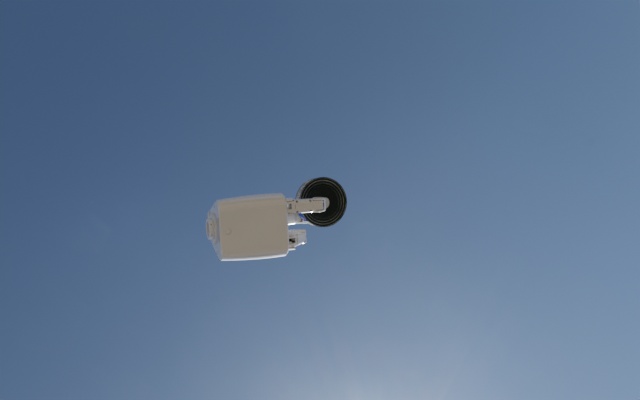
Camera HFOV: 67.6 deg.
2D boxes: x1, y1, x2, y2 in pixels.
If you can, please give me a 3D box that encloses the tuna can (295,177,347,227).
[{"bbox_3d":[0.000,0.003,0.828,0.086,0.086,0.034,0,0,-20],"label":"tuna can"}]
